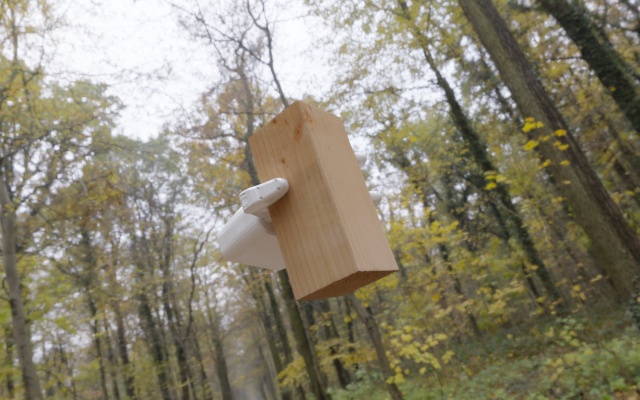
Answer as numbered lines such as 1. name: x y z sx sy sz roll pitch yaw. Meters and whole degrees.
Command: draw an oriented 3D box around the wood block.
1. wood block: 0.000 0.002 0.556 0.090 0.206 0.091 -31 -23 31
